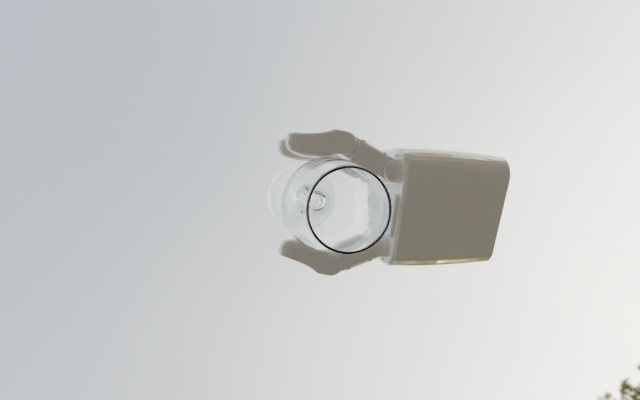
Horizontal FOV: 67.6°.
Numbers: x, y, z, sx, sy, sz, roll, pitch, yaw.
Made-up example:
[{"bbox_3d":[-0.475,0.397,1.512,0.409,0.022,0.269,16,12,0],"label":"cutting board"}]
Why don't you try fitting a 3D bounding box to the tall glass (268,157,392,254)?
[{"bbox_3d":[0.000,0.001,0.426,0.079,0.079,0.201,0,3,-12],"label":"tall glass"}]
